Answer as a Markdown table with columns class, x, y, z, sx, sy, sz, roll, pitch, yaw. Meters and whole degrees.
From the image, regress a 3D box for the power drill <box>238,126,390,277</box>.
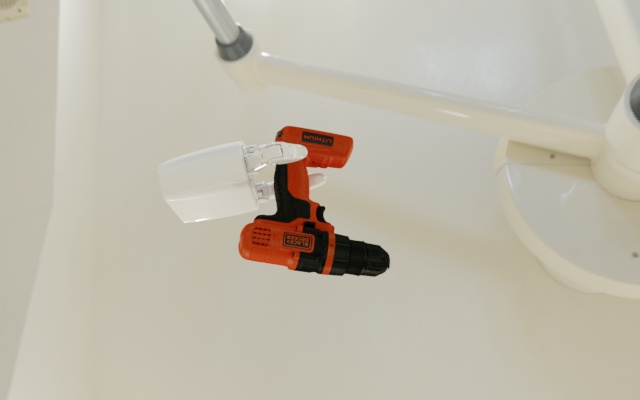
| class | x | y | z | sx | sy | sz | roll | pitch | yaw |
| --- | --- | --- | --- | --- | --- | --- | --- | --- | --- |
| power drill | 0.000 | 0.002 | 0.605 | 0.184 | 0.187 | 0.057 | 10 | -30 | -9 |
